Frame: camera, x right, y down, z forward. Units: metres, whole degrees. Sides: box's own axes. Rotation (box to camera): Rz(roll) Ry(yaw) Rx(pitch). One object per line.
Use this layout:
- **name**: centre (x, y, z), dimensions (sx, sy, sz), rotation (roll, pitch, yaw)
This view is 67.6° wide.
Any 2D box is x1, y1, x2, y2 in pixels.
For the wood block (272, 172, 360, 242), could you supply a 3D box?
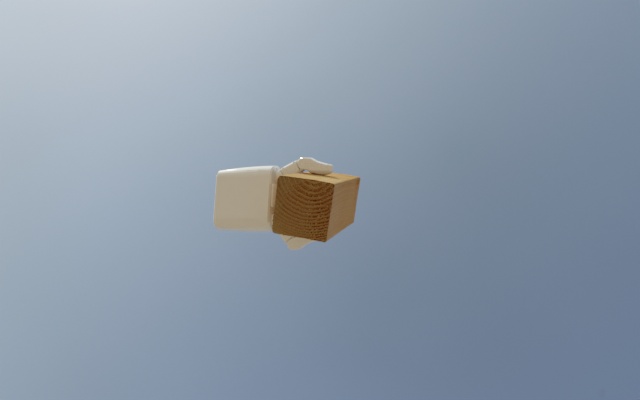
- **wood block**: centre (0.000, 0.002, 0.804), dimensions (0.090, 0.091, 0.206), rotation (9, 8, 14)
